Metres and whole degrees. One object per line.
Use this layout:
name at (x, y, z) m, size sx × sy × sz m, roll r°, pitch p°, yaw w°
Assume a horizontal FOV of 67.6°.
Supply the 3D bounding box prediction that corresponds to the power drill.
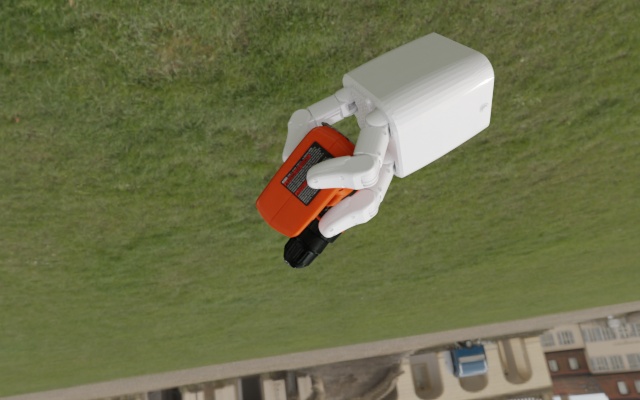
power drill at (0.000, 0.001, 0.516) m, size 0.057 × 0.184 × 0.187 m, roll 39°, pitch 5°, yaw 14°
